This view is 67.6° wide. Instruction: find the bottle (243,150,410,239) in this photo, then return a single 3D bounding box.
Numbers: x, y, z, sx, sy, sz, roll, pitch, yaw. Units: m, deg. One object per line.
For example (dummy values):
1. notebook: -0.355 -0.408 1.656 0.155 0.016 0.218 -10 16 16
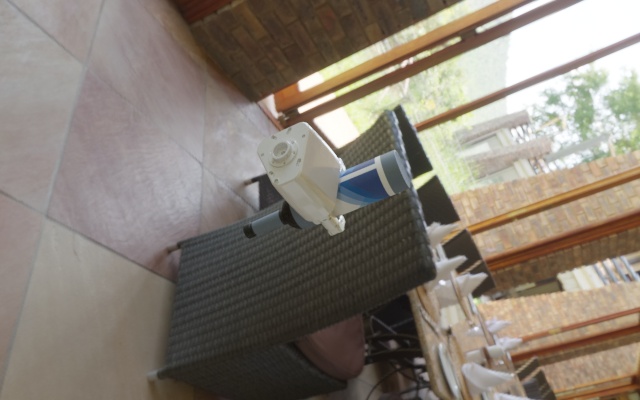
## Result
1. bottle: 0.000 0.003 0.802 0.296 0.069 0.069 -22 -7 17
